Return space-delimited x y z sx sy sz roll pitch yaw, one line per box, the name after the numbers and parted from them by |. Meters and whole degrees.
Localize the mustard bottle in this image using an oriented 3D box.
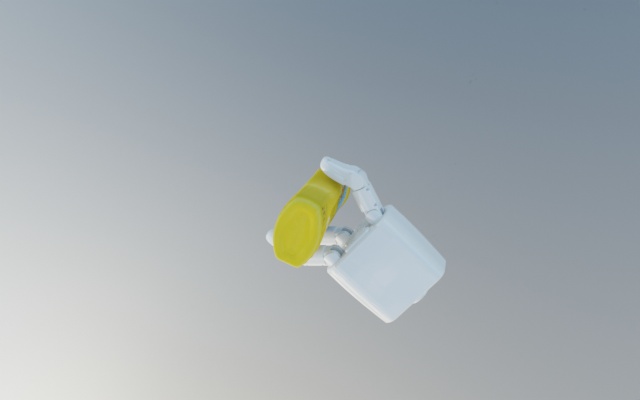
0.000 0.002 0.631 0.058 0.096 0.191 22 29 8 | mustard bottle
